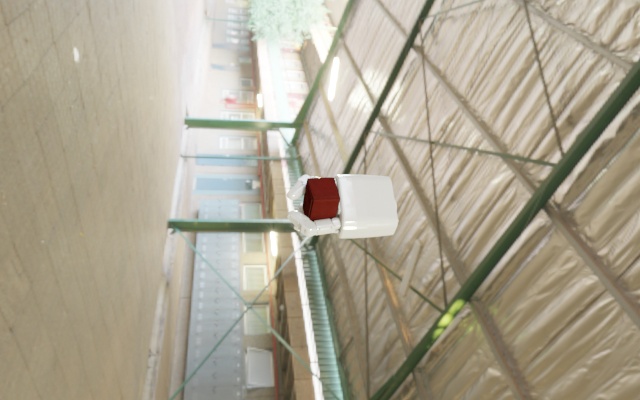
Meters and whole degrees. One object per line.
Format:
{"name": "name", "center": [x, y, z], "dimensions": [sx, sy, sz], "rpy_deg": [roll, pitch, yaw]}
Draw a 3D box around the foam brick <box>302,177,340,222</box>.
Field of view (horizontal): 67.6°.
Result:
{"name": "foam brick", "center": [0.000, 0.003, 0.856], "dimensions": [0.051, 0.053, 0.078], "rpy_deg": [-3, -40, -13]}
